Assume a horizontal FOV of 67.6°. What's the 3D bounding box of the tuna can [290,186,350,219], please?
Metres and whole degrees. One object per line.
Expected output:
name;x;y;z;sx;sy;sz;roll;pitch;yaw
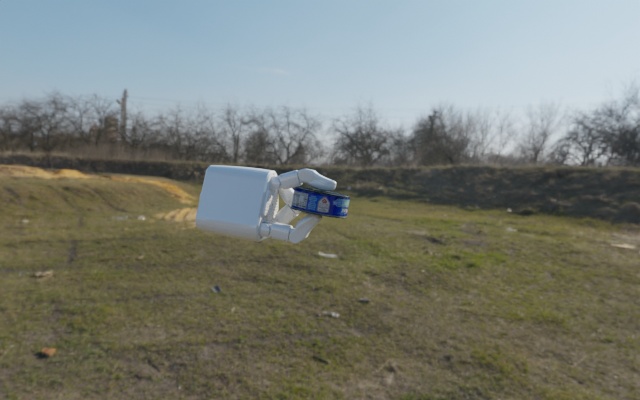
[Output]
tuna can;0.000;0.002;0.715;0.086;0.034;0.086;10;3;-1
